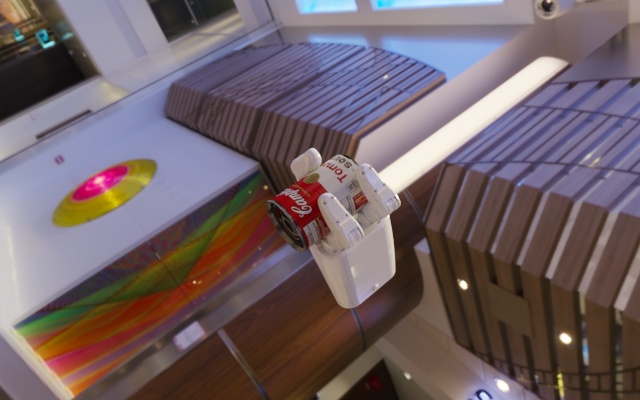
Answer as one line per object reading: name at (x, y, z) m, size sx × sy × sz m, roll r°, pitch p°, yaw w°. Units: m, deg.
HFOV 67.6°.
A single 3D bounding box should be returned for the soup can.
soup can at (0.000, 0.001, 0.531) m, size 0.102 × 0.068 × 0.068 m, roll -35°, pitch 14°, yaw -20°
